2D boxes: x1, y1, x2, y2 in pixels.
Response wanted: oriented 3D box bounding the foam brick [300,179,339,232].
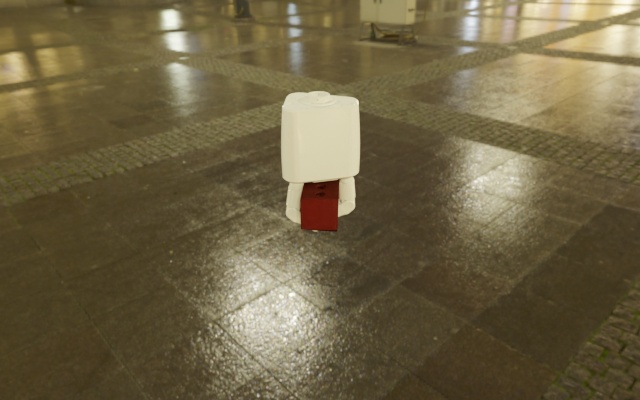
[{"bbox_3d":[0.000,0.002,0.685,0.053,0.051,0.078,2,28,2],"label":"foam brick"}]
